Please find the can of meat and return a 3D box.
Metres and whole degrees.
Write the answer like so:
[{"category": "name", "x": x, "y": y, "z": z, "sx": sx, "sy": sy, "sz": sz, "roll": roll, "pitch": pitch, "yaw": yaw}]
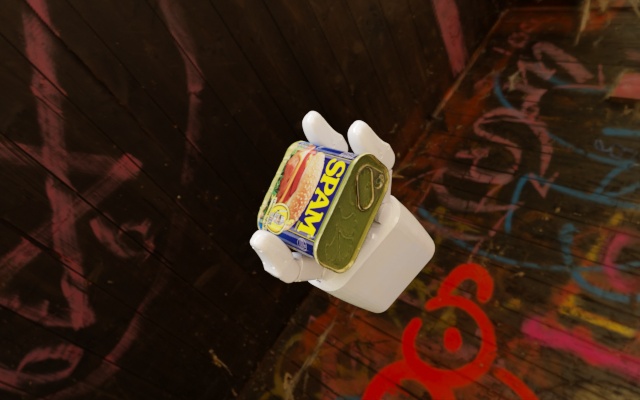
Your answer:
[{"category": "can of meat", "x": 0.000, "y": 0.001, "z": 0.426, "sx": 0.084, "sy": 0.102, "sz": 0.057, "roll": 20, "pitch": -8, "yaw": 42}]
